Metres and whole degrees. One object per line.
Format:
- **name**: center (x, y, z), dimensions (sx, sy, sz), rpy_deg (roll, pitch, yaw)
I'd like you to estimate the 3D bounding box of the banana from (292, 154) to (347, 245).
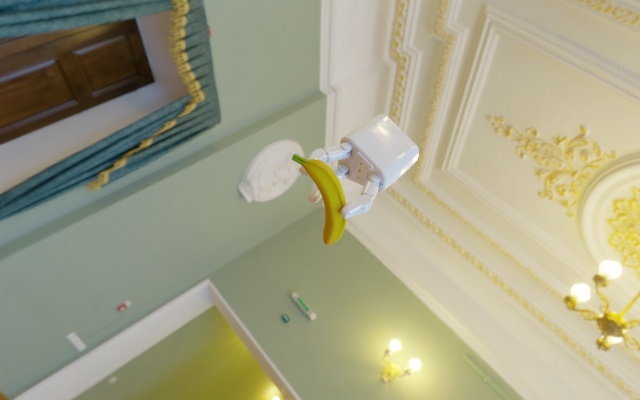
- **banana**: center (0.013, 0.003, 0.810), dimensions (0.069, 0.198, 0.037), rpy_deg (13, 44, 39)
